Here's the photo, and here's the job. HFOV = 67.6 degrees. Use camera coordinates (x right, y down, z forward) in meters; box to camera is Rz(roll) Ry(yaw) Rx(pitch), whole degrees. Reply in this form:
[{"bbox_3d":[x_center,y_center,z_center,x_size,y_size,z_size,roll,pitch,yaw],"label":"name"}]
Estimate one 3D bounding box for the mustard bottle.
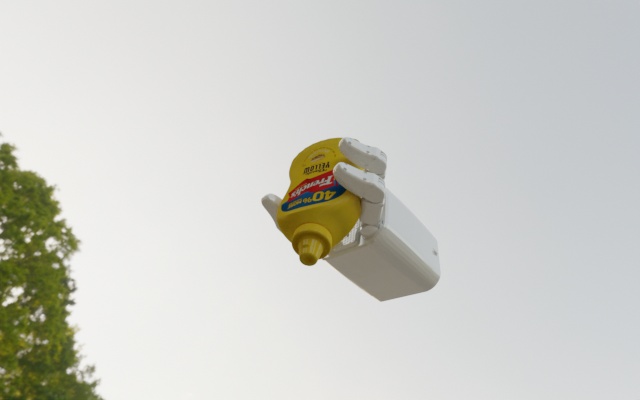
[{"bbox_3d":[0.000,0.001,0.540,0.096,0.058,0.191,-13,34,18],"label":"mustard bottle"}]
